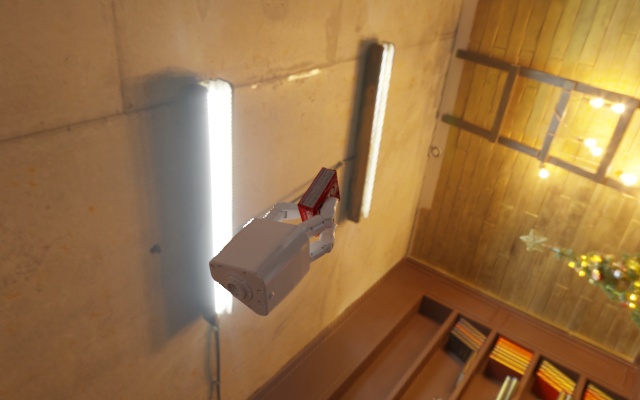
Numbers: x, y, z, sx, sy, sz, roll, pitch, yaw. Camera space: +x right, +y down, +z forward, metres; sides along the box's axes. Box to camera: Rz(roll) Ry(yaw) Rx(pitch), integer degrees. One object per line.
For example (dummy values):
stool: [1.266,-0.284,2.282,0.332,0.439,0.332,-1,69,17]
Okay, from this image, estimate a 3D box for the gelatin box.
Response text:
gelatin box: [0.000,0.002,0.777,0.030,0.089,0.073,17,-34,22]
